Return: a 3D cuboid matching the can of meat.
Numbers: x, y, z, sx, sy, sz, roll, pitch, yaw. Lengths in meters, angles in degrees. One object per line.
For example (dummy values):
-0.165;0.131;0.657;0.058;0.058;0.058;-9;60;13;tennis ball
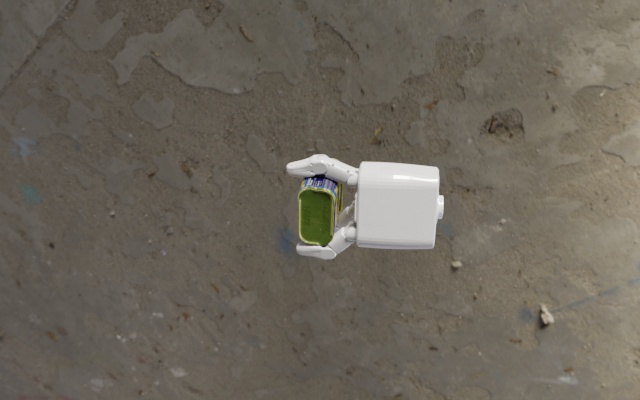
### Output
0.000;0.002;0.690;0.057;0.102;0.084;6;34;7;can of meat
